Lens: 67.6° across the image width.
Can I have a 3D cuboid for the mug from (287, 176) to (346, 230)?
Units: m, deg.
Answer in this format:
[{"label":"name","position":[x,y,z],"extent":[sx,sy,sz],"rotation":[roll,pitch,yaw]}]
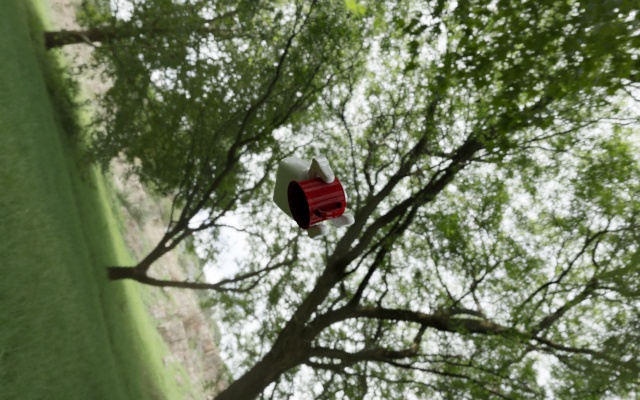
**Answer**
[{"label":"mug","position":[0.001,0.003,0.878],"extent":[0.081,0.093,0.117],"rotation":[-15,26,-25]}]
